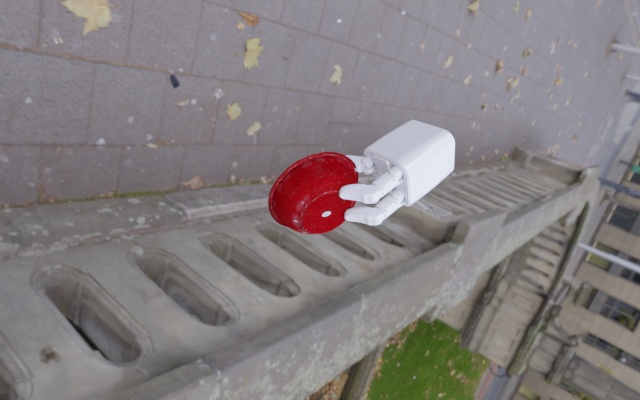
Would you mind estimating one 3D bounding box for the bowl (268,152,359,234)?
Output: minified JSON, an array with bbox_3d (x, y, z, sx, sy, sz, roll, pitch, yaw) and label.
[{"bbox_3d":[-0.001,0.004,0.768,0.162,0.162,0.055,0,41,-31],"label":"bowl"}]
